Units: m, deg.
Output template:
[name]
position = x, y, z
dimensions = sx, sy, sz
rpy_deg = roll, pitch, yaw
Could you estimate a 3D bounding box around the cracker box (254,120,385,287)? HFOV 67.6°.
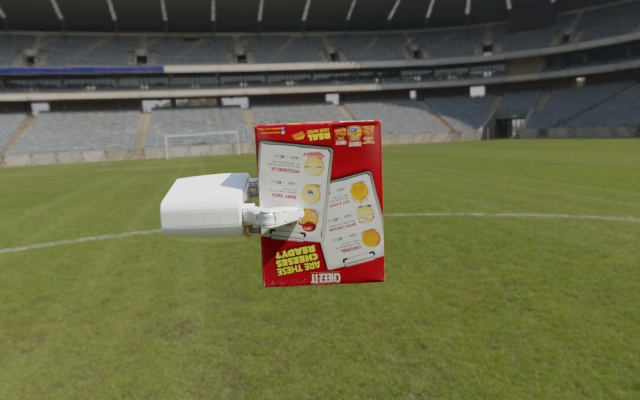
[cracker box]
position = 0.000, 0.002, 0.647
dimensions = 0.164, 0.214, 0.072
rpy_deg = -3, 8, 0
